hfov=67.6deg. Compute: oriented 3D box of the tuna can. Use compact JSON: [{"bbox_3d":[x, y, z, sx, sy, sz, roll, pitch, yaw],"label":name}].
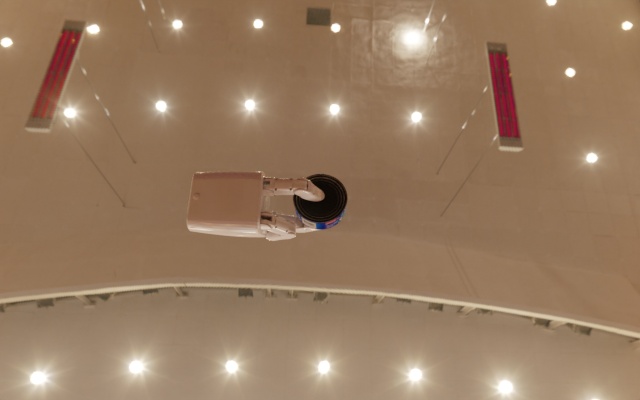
[{"bbox_3d":[0.000,0.003,0.763,0.086,0.086,0.034,0,-26,2],"label":"tuna can"}]
